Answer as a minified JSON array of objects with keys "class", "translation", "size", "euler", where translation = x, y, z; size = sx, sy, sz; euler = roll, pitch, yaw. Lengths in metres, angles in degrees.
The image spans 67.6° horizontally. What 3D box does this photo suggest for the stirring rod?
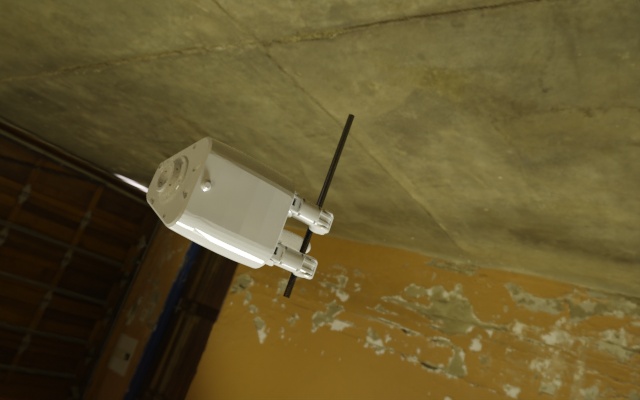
[{"class":"stirring rod","translation":[0.000,0.002,0.580],"size":[0.011,0.239,0.011],"euler":[19,-14,5]}]
